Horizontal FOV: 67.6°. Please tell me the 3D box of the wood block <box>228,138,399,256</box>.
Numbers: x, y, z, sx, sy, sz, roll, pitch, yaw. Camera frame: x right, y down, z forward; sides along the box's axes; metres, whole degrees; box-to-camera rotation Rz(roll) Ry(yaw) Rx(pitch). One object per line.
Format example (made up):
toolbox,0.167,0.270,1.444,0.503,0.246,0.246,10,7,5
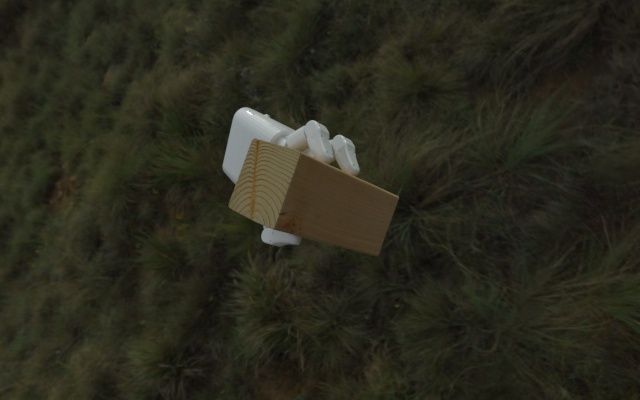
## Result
wood block,0.000,0.002,0.611,0.090,0.091,0.206,21,1,42
